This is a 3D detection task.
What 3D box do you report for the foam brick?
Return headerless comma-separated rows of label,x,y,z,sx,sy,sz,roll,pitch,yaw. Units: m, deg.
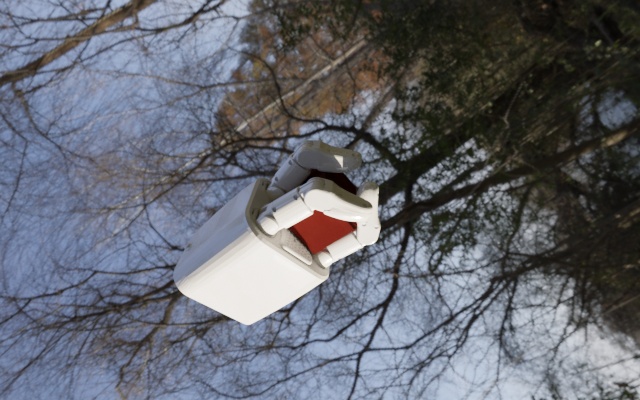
foam brick,0.000,0.001,0.463,0.051,0.053,0.078,-34,22,20
